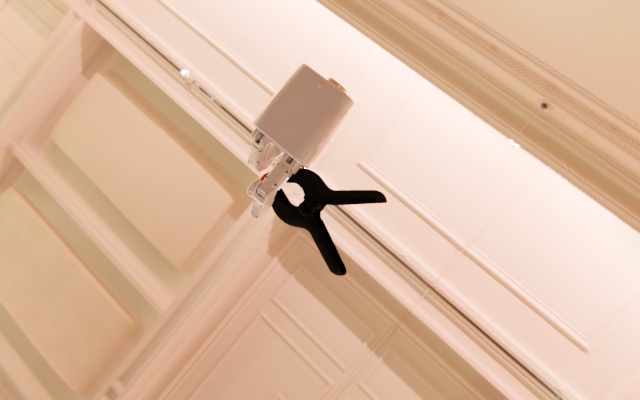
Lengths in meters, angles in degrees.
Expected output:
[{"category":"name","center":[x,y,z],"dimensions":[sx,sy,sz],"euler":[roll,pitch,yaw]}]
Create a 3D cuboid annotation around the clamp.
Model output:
[{"category":"clamp","center":[0.000,0.002,0.628],"dimensions":[0.171,0.120,0.039],"euler":[40,5,16]}]
